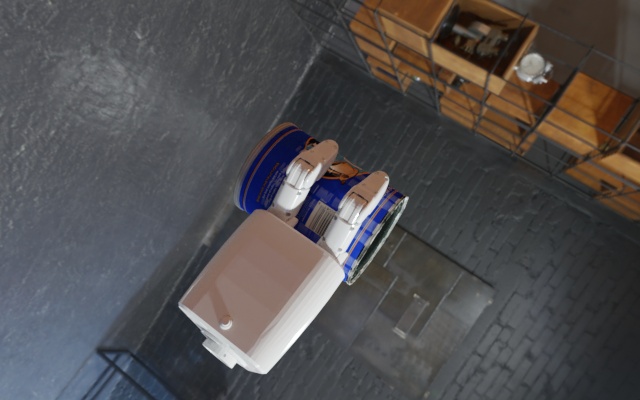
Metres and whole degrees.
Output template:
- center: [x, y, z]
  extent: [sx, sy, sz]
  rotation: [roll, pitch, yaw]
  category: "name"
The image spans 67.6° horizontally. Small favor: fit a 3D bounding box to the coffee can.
- center: [0.000, 0.001, 0.476]
  extent: [0.140, 0.103, 0.103]
  rotation: [34, 9, 14]
  category: "coffee can"
